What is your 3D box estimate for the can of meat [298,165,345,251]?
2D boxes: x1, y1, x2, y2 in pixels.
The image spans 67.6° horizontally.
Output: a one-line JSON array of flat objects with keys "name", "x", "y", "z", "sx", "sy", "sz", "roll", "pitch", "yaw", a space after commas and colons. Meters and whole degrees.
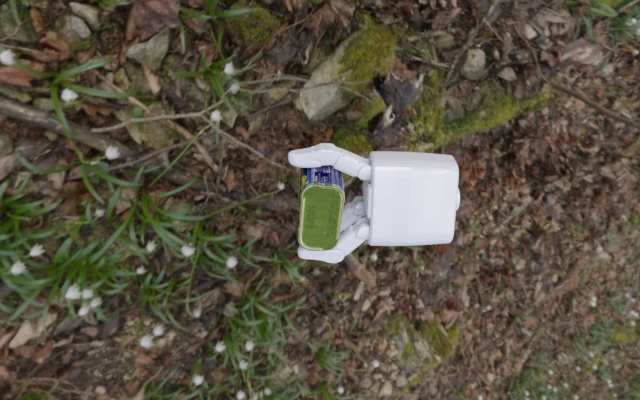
[{"name": "can of meat", "x": 0.000, "y": 0.002, "z": 0.608, "sx": 0.057, "sy": 0.102, "sz": 0.084, "roll": 3, "pitch": 31, "yaw": -3}]
